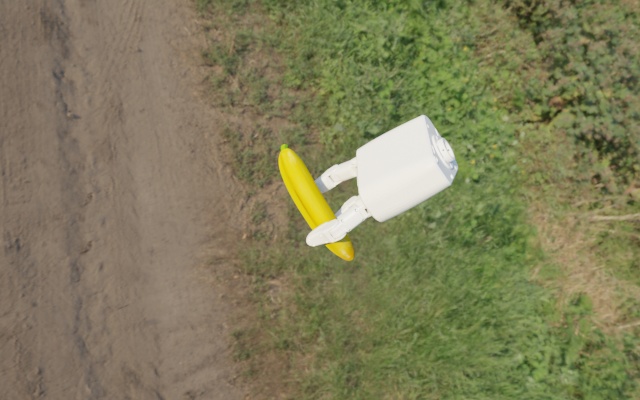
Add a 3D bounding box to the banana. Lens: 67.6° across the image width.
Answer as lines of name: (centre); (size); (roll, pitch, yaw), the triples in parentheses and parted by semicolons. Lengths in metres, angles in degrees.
banana: (-0.008, 0.002, 0.672); (0.037, 0.198, 0.069); (-31, -4, 22)
